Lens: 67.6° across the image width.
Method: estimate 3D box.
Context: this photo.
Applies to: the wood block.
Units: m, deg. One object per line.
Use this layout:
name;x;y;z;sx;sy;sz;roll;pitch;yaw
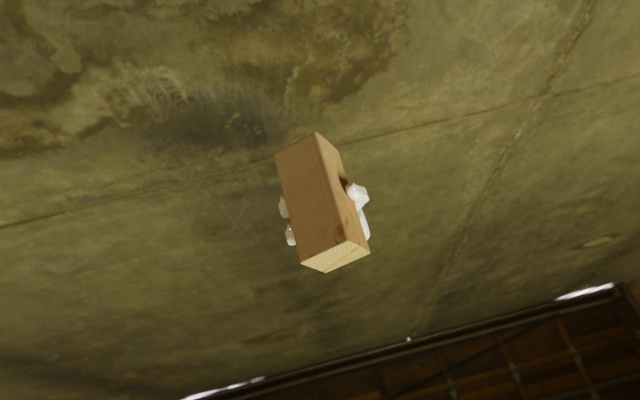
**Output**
wood block;0.001;0.003;0.801;0.091;0.206;0.090;-26;-28;19
